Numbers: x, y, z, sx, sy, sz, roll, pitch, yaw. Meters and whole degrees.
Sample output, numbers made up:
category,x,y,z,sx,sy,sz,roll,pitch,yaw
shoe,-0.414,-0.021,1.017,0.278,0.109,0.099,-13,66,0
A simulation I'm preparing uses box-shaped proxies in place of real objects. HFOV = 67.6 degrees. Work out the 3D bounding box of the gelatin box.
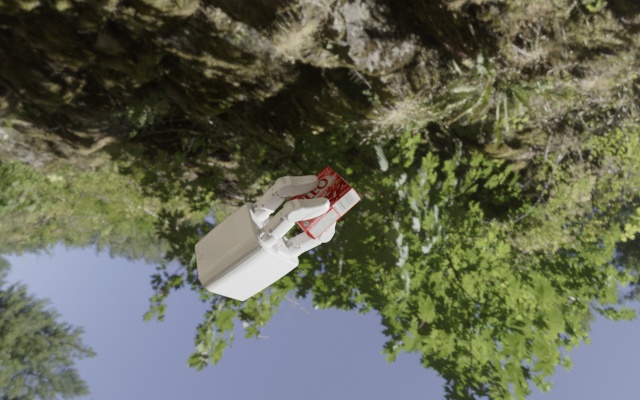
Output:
category,x,y,z,sx,sy,sz,roll,pitch,yaw
gelatin box,0.001,0.002,0.673,0.030,0.089,0.073,51,-3,-40
